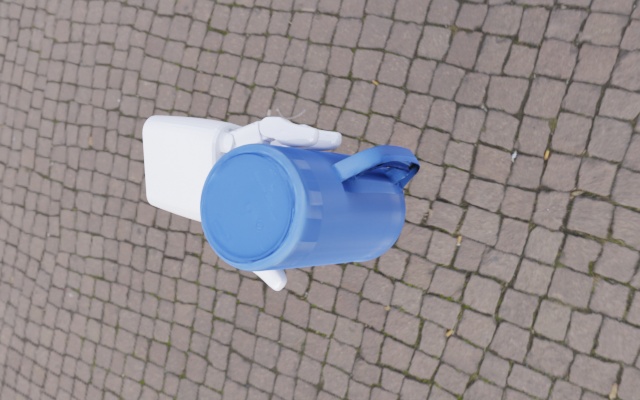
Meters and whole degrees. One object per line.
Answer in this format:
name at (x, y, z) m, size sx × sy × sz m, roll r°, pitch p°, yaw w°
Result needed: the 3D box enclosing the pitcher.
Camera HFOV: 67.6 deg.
pitcher at (0.000, 0.002, 0.495) m, size 0.145 × 0.149 × 0.243 m, roll 15°, pitch 5°, yaw 26°
